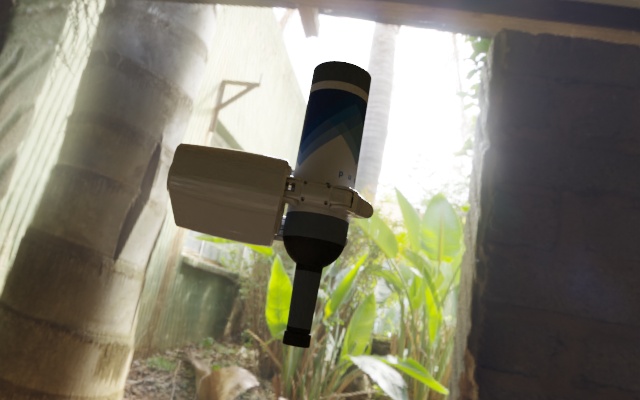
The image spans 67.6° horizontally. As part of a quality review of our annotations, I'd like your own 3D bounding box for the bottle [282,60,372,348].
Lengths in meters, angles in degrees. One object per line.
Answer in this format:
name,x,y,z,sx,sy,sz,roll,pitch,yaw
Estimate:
bottle,0.000,0.001,0.502,0.069,0.295,0.069,9,-13,2
